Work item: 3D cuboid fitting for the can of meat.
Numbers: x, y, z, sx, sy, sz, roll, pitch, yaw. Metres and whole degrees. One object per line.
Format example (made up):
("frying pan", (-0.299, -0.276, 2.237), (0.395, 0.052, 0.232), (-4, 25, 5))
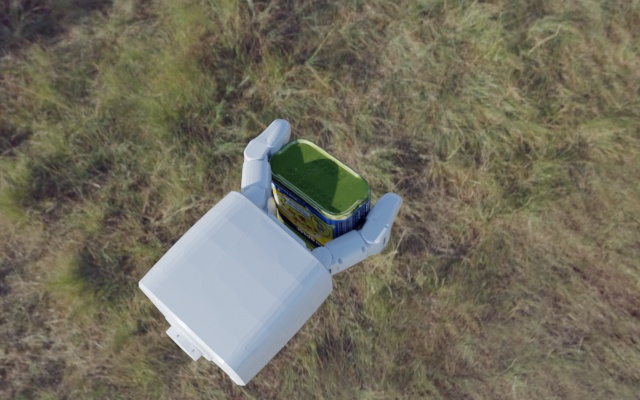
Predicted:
("can of meat", (0.000, 0.001, 0.447), (0.102, 0.057, 0.084), (36, -25, 25))
